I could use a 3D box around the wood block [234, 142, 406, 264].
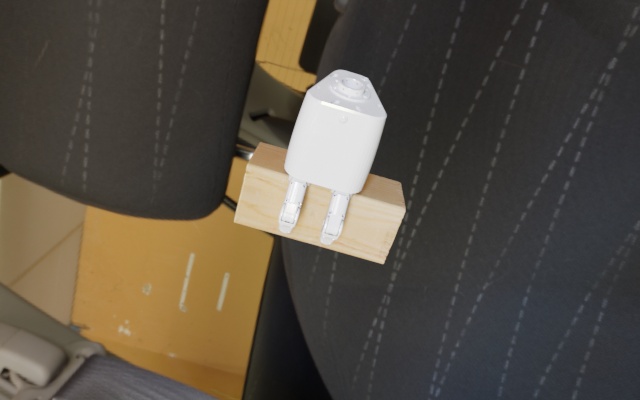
[{"bbox_3d":[0.000,0.002,0.650,0.206,0.090,0.090,16,26,-3],"label":"wood block"}]
